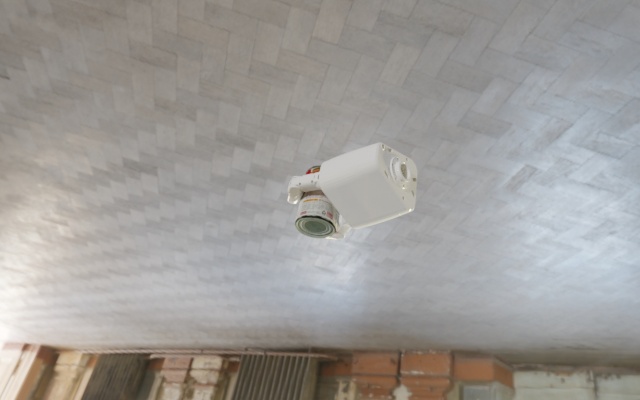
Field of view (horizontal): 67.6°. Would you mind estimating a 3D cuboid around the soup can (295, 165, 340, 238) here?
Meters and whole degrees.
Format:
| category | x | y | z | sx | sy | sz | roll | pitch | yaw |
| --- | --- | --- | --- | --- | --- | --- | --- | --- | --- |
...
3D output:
| category | x | y | z | sx | sy | sz | roll | pitch | yaw |
| --- | --- | --- | --- | --- | --- | --- | --- | --- | --- |
| soup can | 0.000 | 0.003 | 0.783 | 0.068 | 0.102 | 0.068 | 8 | -33 | 5 |
